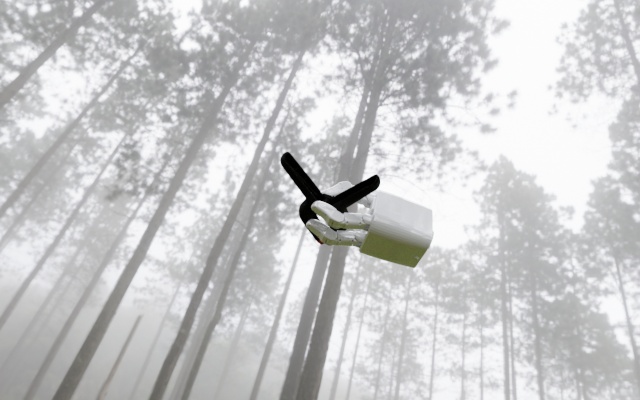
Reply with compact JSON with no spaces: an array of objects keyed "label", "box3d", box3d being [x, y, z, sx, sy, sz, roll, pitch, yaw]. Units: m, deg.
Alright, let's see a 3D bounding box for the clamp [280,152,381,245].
[{"label":"clamp","box3d":[0.000,0.003,0.829,0.164,0.036,0.210,20,-38,2]}]
